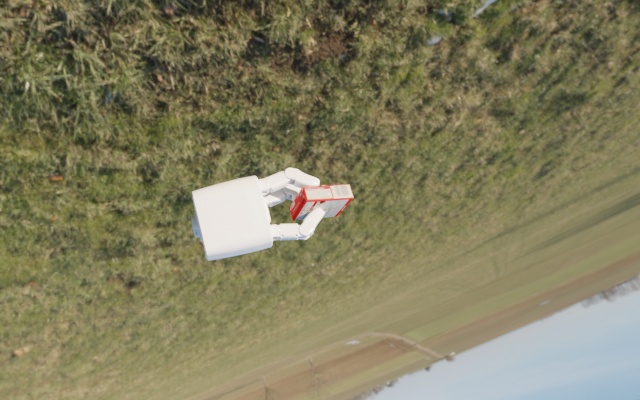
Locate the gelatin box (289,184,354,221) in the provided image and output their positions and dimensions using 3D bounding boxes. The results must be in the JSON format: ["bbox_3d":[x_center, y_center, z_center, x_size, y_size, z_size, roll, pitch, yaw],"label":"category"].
[{"bbox_3d":[0.001,0.003,0.803,0.089,0.030,0.073,-4,-26,-24],"label":"gelatin box"}]
